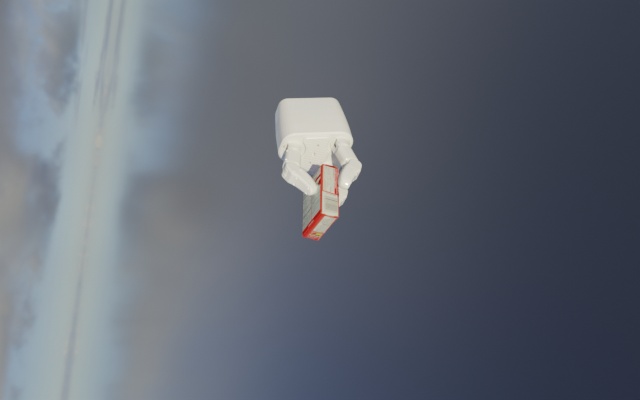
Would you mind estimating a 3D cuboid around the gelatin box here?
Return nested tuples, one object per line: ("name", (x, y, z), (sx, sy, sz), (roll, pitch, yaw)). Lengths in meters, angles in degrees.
("gelatin box", (0.000, 0.002, 0.700), (0.030, 0.089, 0.073), (14, -36, -19))
